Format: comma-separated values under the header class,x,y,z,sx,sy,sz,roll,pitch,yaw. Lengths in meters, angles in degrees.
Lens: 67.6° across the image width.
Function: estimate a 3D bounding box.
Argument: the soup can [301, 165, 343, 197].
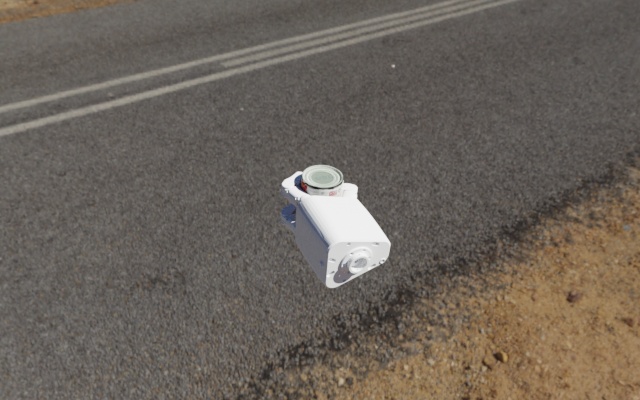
class,x,y,z,sx,sy,sz,roll,pitch,yaw
soup can,0.000,0.002,0.774,0.068,0.102,0.068,3,36,-2
